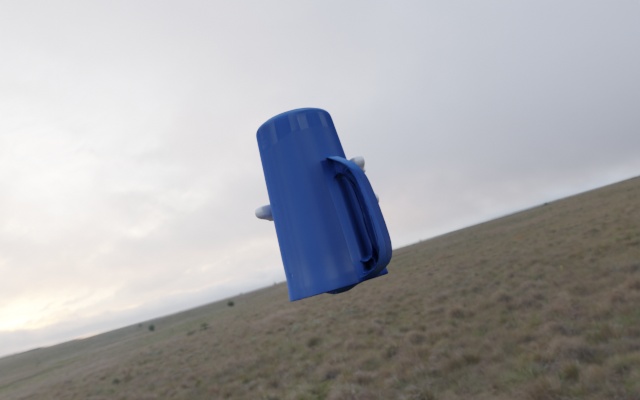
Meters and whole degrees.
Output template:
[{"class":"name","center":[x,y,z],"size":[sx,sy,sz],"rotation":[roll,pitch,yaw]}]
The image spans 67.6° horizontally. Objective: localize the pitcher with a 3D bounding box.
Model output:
[{"class":"pitcher","center":[0.000,0.002,0.633],"size":[0.149,0.243,0.145],"rotation":[-17,-9,7]}]
